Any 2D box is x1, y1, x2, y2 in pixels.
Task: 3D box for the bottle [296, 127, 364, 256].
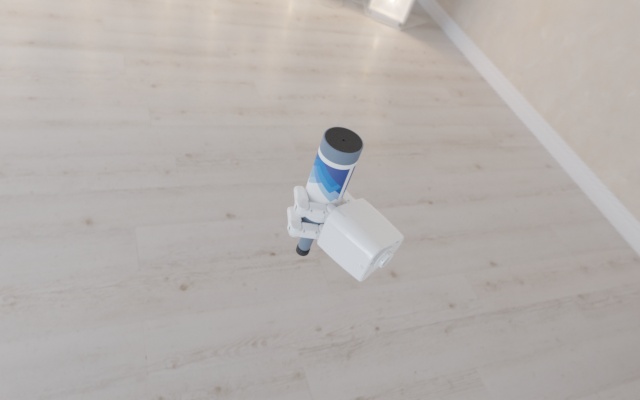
[{"bbox_3d":[0.000,0.003,0.857,0.069,0.069,0.296,0,-42,-20],"label":"bottle"}]
